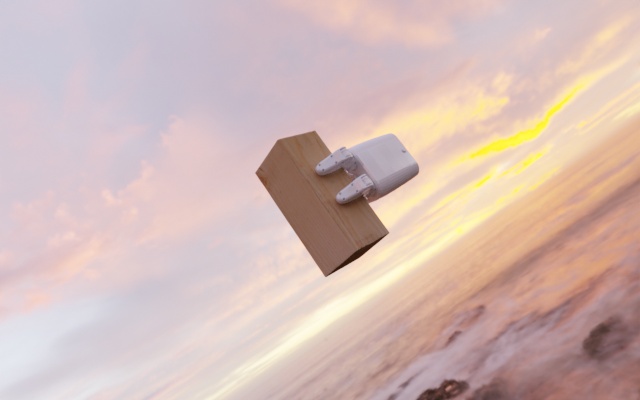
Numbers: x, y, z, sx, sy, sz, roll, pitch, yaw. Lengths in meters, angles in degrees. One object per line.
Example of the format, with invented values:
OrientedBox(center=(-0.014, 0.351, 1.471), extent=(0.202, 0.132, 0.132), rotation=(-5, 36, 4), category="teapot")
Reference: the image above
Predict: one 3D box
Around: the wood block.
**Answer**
OrientedBox(center=(0.000, 0.002, 0.757), extent=(0.090, 0.206, 0.091), rotation=(-22, -19, -43), category="wood block")
